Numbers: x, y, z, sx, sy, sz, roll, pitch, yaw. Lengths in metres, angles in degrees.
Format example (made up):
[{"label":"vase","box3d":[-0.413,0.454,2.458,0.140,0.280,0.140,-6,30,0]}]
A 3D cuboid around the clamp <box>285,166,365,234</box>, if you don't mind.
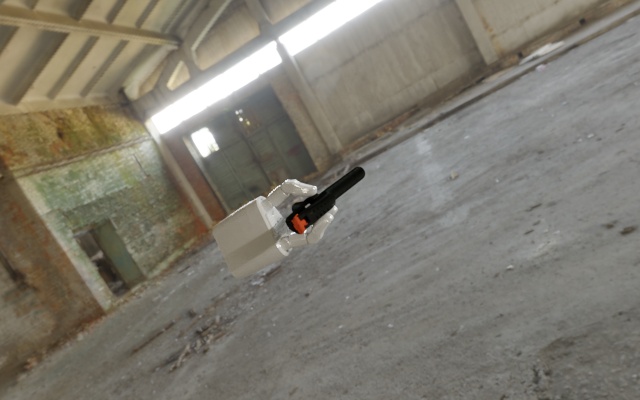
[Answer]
[{"label":"clamp","box3d":[-0.001,0.002,0.826,0.164,0.036,0.210,-32,7,15]}]
